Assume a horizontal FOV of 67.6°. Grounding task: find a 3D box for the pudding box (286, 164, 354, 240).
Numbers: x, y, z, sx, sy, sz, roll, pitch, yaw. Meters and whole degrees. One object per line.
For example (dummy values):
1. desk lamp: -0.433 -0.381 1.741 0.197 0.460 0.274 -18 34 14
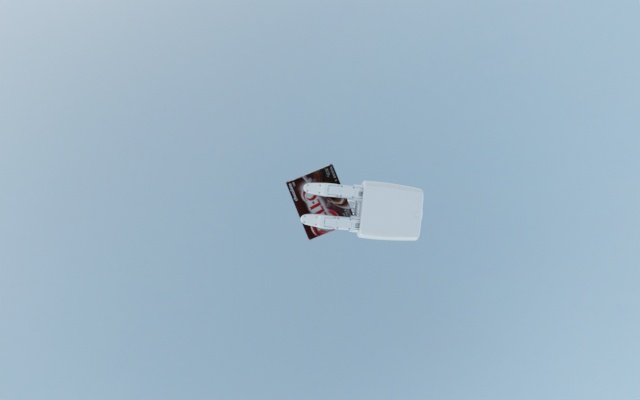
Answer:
1. pudding box: 0.000 0.003 0.852 0.090 0.113 0.039 -22 1 -1
